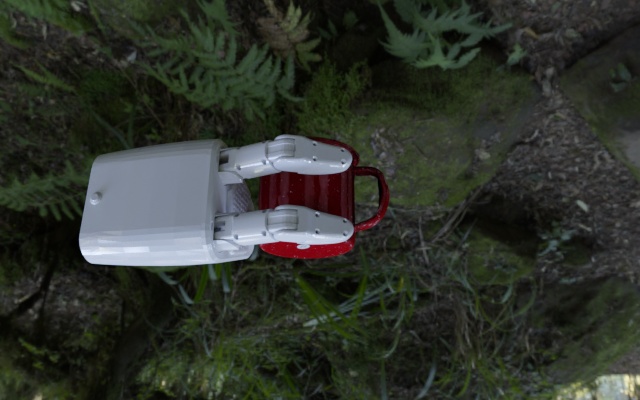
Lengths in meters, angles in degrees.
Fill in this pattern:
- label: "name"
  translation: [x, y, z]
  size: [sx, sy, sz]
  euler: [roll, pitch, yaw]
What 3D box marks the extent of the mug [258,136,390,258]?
- label: "mug"
  translation: [0.002, 0.001, 0.407]
  size: [0.117, 0.081, 0.093]
  euler: [-4, -20, 10]
